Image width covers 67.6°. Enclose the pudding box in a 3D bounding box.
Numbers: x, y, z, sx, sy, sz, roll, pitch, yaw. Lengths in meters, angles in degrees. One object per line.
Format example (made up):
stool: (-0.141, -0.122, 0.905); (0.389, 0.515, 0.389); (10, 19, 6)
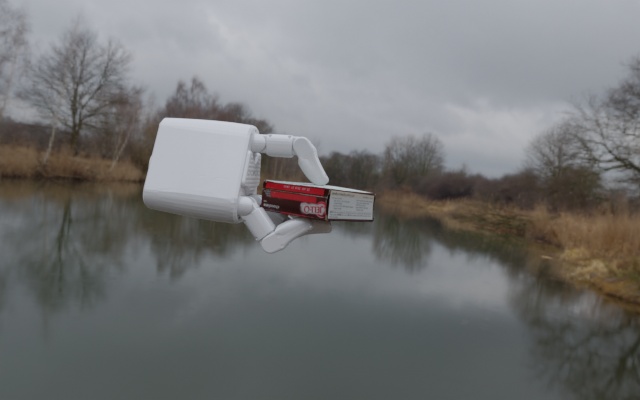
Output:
pudding box: (0.000, 0.002, 0.550); (0.090, 0.039, 0.113); (9, 4, 33)
